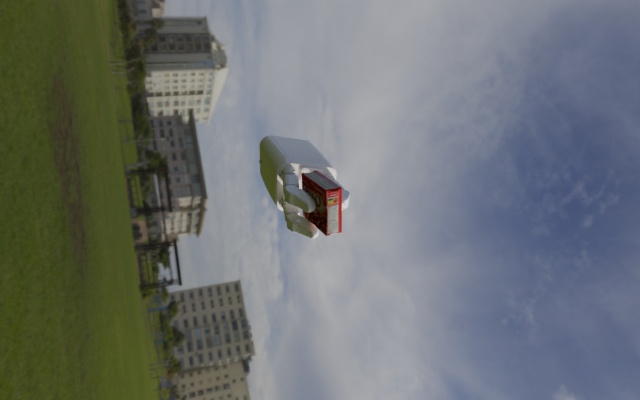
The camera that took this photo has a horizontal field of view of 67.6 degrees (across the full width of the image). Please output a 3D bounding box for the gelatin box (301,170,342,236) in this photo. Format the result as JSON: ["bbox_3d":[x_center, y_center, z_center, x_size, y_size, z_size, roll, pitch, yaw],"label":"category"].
[{"bbox_3d":[0.001,0.002,0.727,0.030,0.073,0.089,-11,25,-24],"label":"gelatin box"}]
